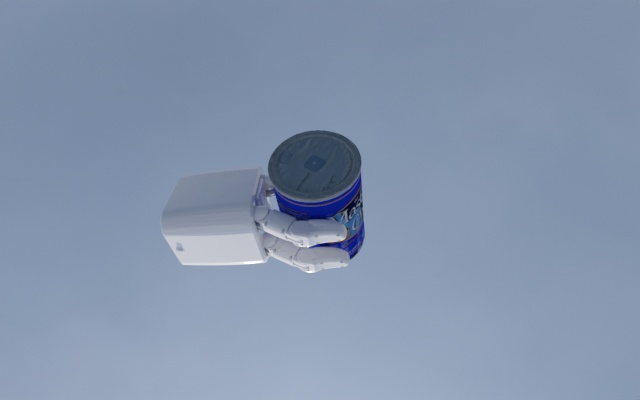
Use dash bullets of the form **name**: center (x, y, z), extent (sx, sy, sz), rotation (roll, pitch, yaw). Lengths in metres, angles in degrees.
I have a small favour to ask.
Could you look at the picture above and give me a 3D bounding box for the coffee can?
- **coffee can**: center (0.000, 0.002, 0.572), extent (0.103, 0.102, 0.140), rotation (0, -39, 7)
